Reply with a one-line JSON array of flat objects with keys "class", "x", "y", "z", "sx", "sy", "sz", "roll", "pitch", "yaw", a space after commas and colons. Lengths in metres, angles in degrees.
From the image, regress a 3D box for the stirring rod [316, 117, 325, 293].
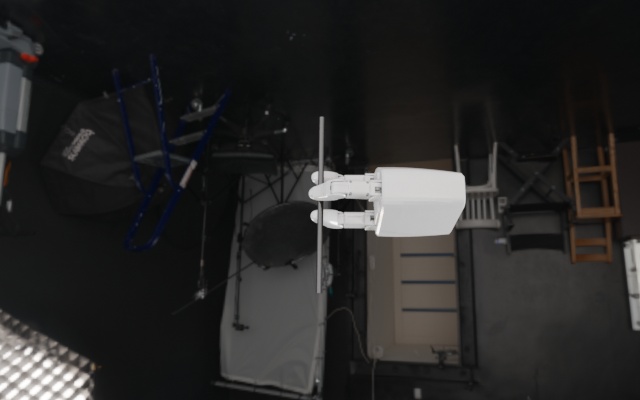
[{"class": "stirring rod", "x": 0.000, "y": 0.002, "z": 0.643, "sx": 0.011, "sy": 0.239, "sz": 0.011, "roll": 1, "pitch": -11, "yaw": 0}]
